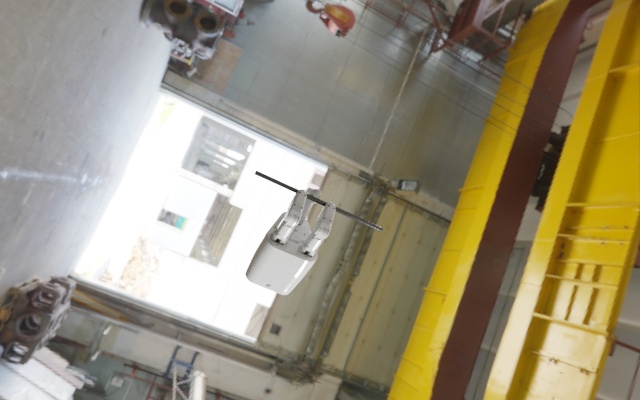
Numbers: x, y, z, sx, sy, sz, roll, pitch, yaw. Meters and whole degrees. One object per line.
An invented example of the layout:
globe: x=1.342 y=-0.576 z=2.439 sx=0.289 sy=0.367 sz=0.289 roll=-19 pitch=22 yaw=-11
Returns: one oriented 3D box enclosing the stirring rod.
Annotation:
stirring rod: x=0.000 y=0.003 z=0.805 sx=0.239 sy=0.011 sz=0.011 roll=25 pitch=-6 yaw=-14
